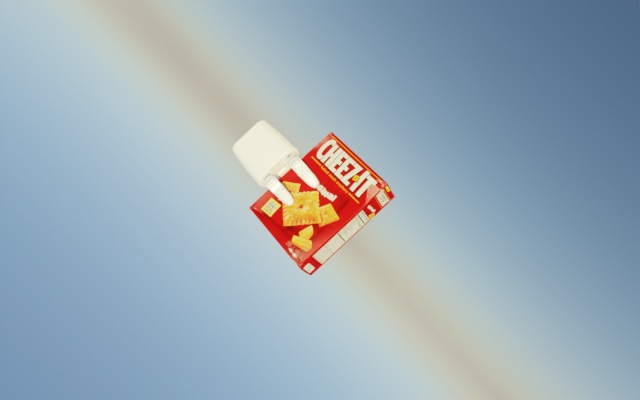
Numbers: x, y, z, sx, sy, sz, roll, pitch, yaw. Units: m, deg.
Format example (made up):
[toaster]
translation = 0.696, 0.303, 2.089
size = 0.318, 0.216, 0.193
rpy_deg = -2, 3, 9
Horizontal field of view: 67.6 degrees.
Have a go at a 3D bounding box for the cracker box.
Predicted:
[cracker box]
translation = 0.000, 0.003, 0.877
size = 0.164, 0.213, 0.072
rpy_deg = 46, -1, 29
